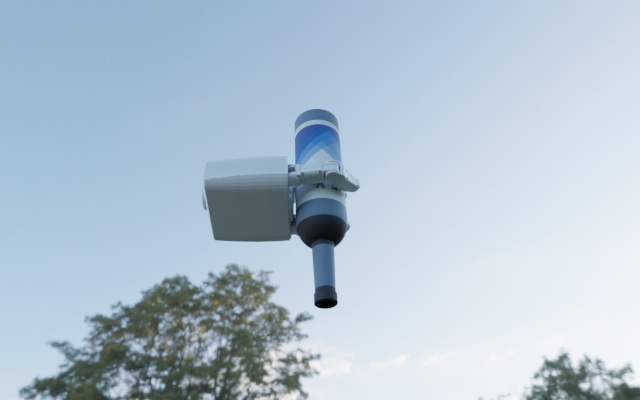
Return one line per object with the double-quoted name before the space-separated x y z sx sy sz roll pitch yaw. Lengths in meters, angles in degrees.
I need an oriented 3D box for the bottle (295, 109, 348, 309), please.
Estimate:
"bottle" 0.000 0.002 0.635 0.069 0.295 0.069 -2 -37 -1
